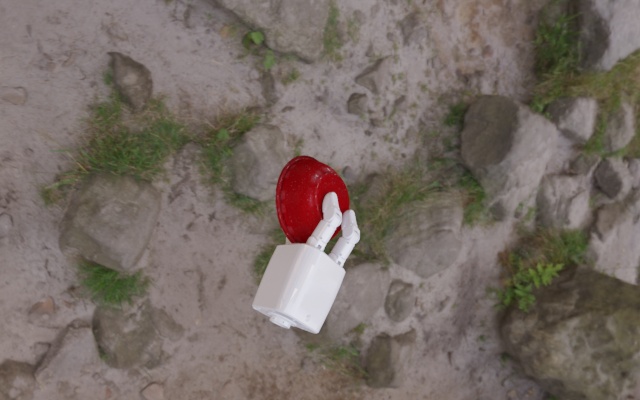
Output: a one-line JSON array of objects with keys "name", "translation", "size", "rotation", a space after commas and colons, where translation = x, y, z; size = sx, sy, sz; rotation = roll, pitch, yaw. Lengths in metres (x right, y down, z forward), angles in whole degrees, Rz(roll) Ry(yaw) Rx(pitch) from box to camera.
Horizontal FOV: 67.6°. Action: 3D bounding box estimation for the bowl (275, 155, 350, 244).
[{"name": "bowl", "translation": [0.001, 0.001, 0.783], "size": [0.055, 0.162, 0.162], "rotation": [-7, -4, 38]}]
